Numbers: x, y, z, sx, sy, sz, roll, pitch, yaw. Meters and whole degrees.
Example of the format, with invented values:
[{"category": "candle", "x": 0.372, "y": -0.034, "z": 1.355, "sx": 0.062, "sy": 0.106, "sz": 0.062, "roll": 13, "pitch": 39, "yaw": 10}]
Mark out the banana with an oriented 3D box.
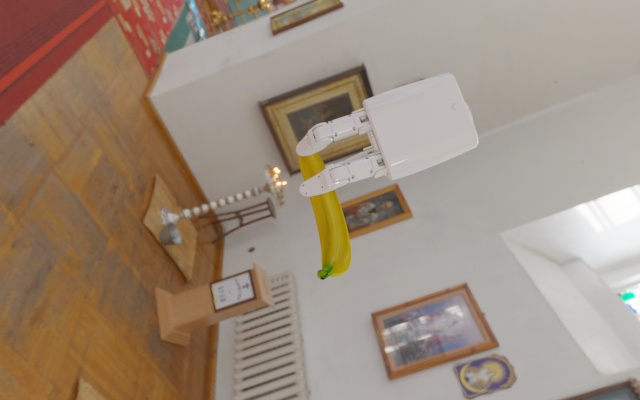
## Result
[{"category": "banana", "x": 0.006, "y": 0.014, "z": 0.580, "sx": 0.037, "sy": 0.197, "sz": 0.070, "roll": -19, "pitch": -35, "yaw": 9}]
